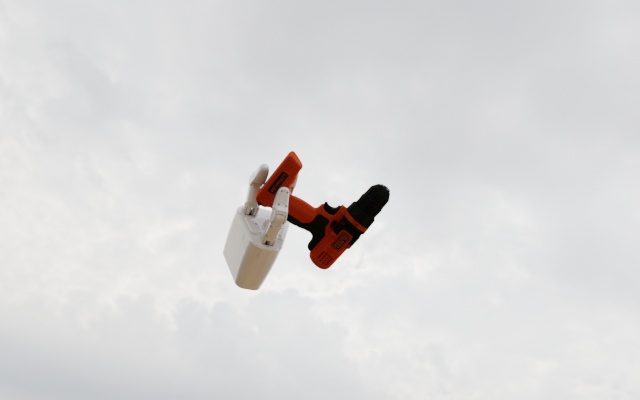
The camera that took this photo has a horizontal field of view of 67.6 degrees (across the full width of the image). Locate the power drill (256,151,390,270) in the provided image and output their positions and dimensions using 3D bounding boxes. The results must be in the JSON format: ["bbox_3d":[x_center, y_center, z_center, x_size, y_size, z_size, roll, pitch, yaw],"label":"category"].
[{"bbox_3d":[0.000,0.003,0.812,0.187,0.184,0.057,39,10,-8],"label":"power drill"}]
